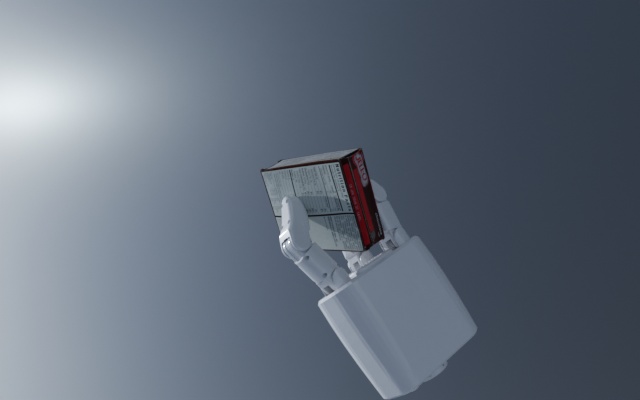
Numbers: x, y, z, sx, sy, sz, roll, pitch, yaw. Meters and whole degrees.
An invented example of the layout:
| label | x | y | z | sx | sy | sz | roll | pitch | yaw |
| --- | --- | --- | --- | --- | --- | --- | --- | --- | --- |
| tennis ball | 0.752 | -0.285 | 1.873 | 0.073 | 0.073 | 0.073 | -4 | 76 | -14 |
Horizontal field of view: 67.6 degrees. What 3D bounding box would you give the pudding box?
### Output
| label | x | y | z | sx | sy | sz | roll | pitch | yaw |
| --- | --- | --- | --- | --- | --- | --- | --- | --- | --- |
| pudding box | 0.000 | 0.002 | 0.464 | 0.113 | 0.090 | 0.039 | -4 | 17 | 42 |
